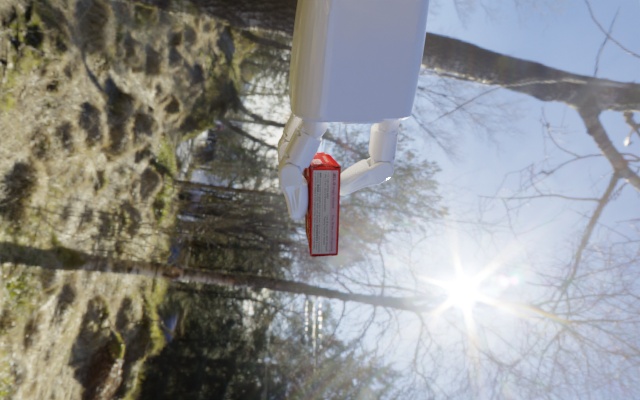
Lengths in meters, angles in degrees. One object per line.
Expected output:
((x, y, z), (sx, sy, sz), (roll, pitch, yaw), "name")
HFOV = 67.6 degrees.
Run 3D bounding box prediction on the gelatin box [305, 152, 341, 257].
((0.001, 0.002, 0.473), (0.030, 0.089, 0.073), (-1, 15, -5), "gelatin box")
